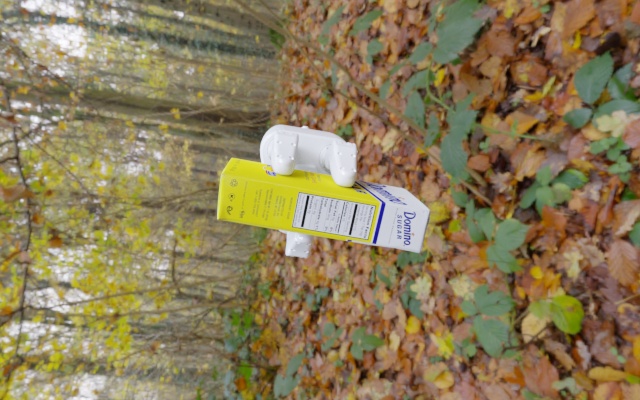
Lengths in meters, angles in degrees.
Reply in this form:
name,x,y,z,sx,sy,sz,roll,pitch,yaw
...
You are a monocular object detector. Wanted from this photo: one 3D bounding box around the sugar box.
name,x,y,z,sx,sy,sz,roll,pitch,yaw
sugar box,0.000,0.001,0.433,0.176,0.048,0.093,7,13,-7
